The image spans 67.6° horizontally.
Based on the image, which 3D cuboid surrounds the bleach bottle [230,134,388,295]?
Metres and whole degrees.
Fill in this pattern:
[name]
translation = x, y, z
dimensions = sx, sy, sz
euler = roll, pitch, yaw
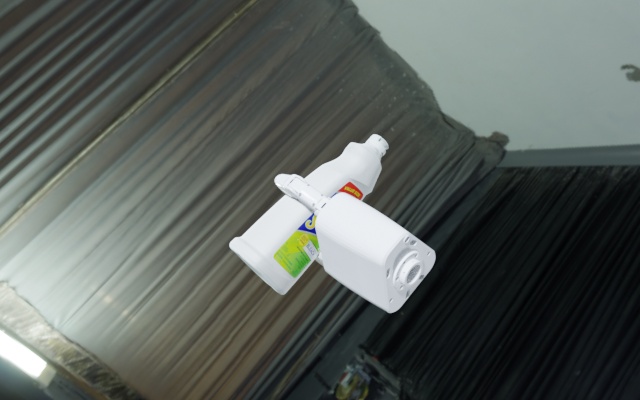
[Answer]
[bleach bottle]
translation = 0.000, 0.002, 0.640
dimensions = 0.068, 0.251, 0.103
euler = 31, -18, 40
